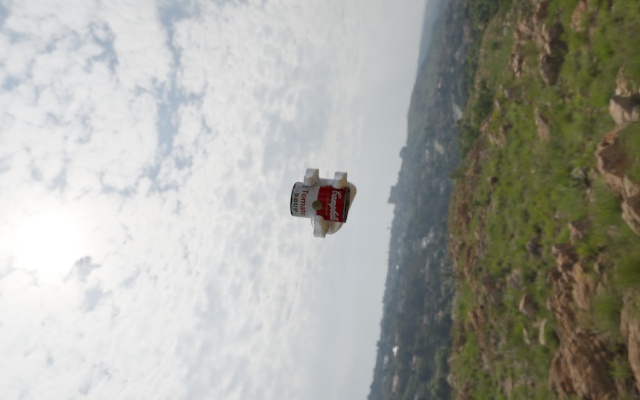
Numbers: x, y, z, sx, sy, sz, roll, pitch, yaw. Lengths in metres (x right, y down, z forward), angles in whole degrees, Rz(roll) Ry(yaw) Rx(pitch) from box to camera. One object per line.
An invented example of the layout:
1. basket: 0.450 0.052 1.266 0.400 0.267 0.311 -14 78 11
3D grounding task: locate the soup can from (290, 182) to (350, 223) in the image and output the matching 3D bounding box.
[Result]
1. soup can: 0.000 0.003 0.891 0.102 0.068 0.068 7 1 10
